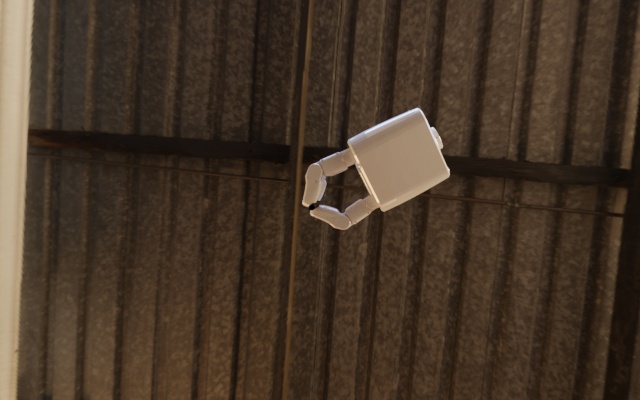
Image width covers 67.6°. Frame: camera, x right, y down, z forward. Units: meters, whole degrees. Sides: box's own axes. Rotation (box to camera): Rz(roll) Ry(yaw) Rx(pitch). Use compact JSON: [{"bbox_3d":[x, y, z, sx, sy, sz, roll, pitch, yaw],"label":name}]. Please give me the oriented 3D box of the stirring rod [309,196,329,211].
[{"bbox_3d":[0.000,0.002,0.734,0.011,0.011,0.239,0,3,6],"label":"stirring rod"}]
